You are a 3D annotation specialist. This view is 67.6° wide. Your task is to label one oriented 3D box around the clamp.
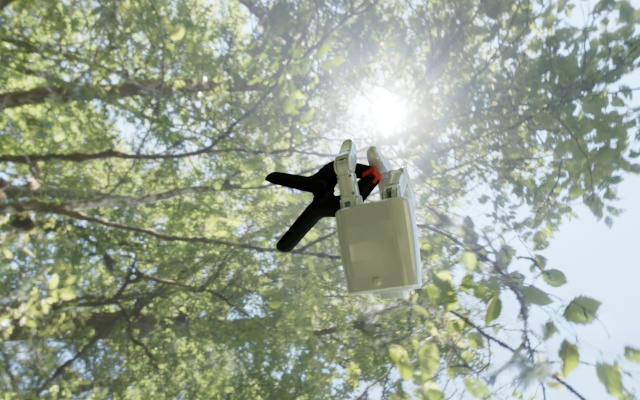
[{"bbox_3d":[0.001,0.002,0.649,0.171,0.120,0.039,-13,-15,26],"label":"clamp"}]
